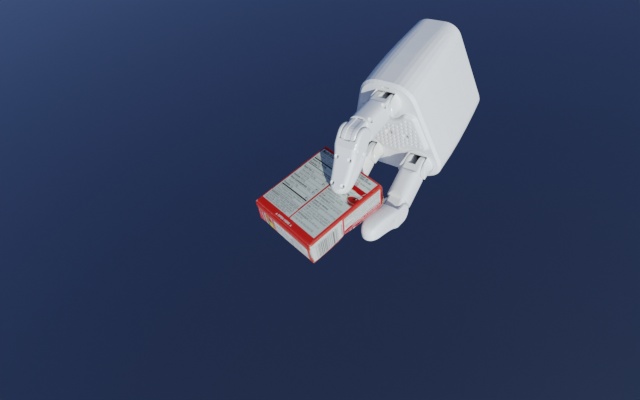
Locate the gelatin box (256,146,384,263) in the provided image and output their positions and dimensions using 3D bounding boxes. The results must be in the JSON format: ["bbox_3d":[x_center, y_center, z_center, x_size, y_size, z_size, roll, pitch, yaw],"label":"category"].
[{"bbox_3d":[0.000,0.001,0.425,0.089,0.030,0.073,-39,56,-21],"label":"gelatin box"}]
